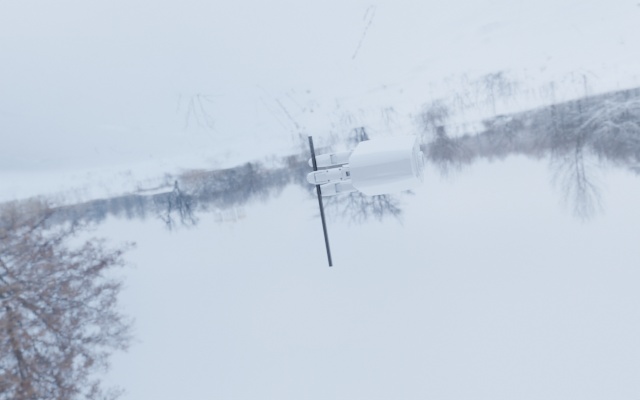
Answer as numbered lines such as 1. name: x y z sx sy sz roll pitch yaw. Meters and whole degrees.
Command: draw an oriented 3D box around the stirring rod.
1. stirring rod: 0.000 0.003 0.868 0.011 0.239 0.011 -9 5 1
